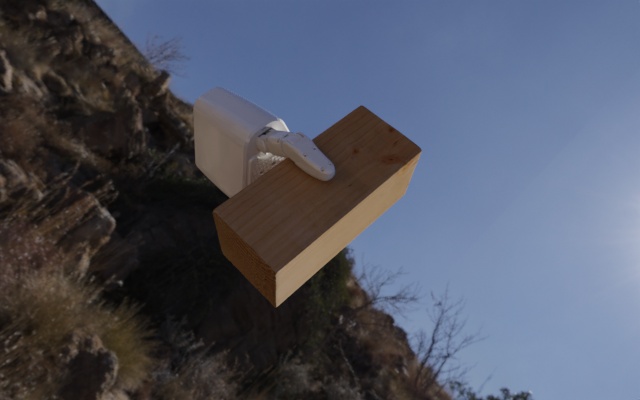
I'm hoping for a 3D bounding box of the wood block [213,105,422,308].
[{"bbox_3d":[0.000,0.001,0.506,0.206,0.090,0.091,-39,-23,-25],"label":"wood block"}]
